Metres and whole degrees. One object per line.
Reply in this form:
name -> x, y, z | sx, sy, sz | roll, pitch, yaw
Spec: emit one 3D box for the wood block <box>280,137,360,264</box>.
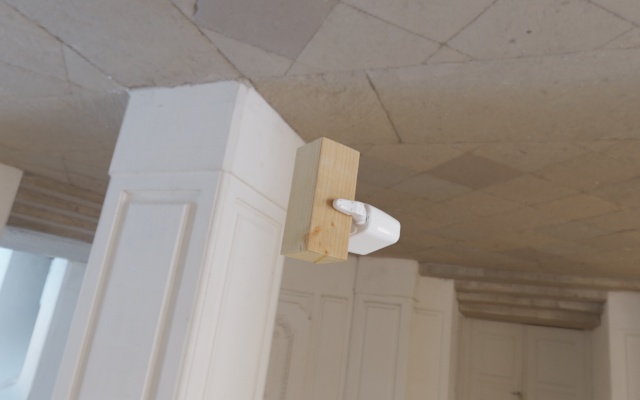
wood block -> 0.001, 0.003, 0.869 | 0.090, 0.206, 0.091 | 18, -19, -33
